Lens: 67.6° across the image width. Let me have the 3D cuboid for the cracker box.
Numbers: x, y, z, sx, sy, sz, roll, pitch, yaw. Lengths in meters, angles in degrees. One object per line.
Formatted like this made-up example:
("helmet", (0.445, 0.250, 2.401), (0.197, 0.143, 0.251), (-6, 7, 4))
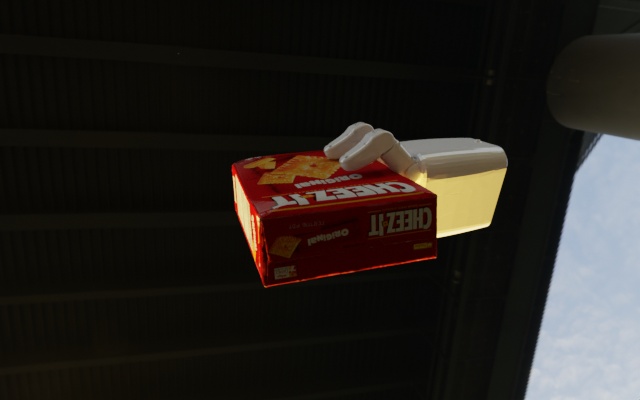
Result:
("cracker box", (0.000, 0.002, 0.506), (0.164, 0.072, 0.213), (-8, 19, -14))
